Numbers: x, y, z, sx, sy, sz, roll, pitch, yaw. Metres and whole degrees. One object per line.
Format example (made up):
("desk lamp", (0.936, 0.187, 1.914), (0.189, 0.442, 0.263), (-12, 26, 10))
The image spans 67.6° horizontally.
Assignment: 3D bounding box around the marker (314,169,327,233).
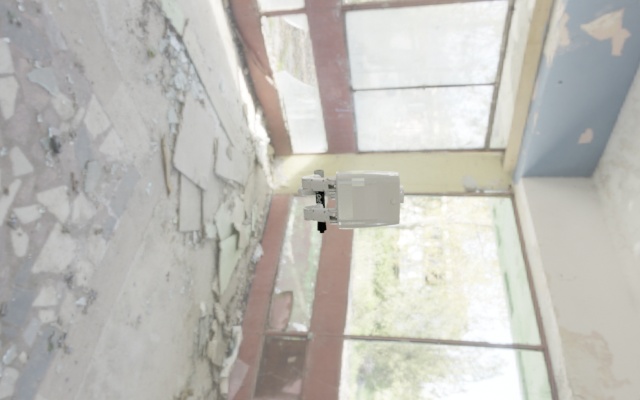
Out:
("marker", (0.000, 0.003, 0.889), (0.020, 0.121, 0.020), (-3, 14, 1))
